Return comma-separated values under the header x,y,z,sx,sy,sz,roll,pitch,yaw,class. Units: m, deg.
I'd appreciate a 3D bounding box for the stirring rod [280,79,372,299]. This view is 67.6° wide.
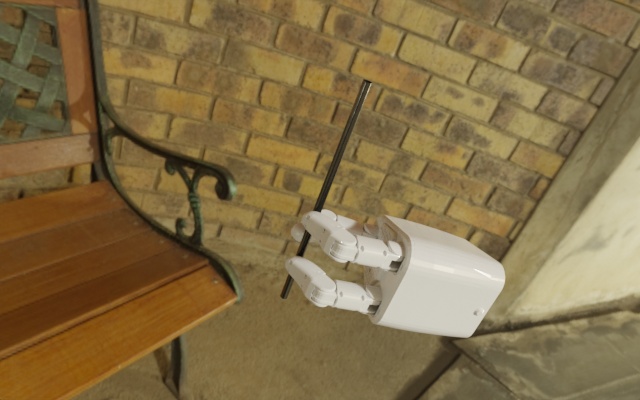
x,y,z,sx,sy,sz,roll,pitch,yaw,class
0.000,0.002,0.449,0.011,0.240,0.011,17,28,-9,stirring rod
